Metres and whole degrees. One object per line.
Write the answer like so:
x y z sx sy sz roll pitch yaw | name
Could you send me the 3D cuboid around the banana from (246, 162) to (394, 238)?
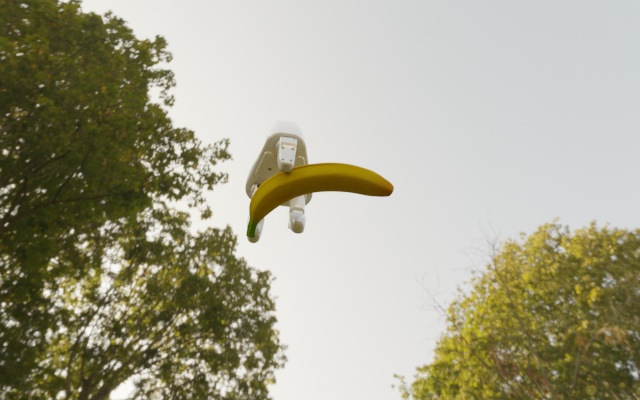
-0.008 -0.014 0.606 0.198 0.070 0.037 -16 19 2 | banana
